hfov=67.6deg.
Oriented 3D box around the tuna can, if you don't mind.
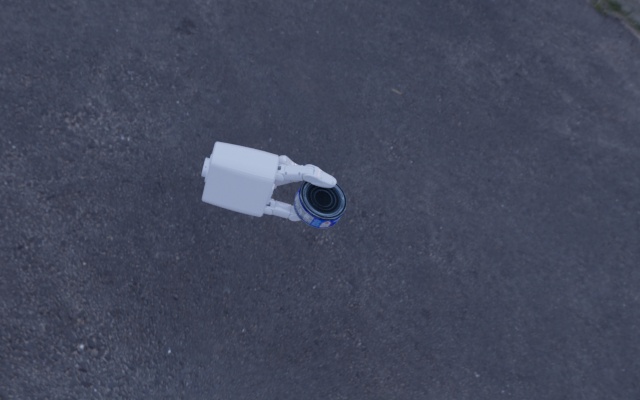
[{"bbox_3d":[0.000,0.002,0.799,0.086,0.086,0.034,0,-30,-24],"label":"tuna can"}]
